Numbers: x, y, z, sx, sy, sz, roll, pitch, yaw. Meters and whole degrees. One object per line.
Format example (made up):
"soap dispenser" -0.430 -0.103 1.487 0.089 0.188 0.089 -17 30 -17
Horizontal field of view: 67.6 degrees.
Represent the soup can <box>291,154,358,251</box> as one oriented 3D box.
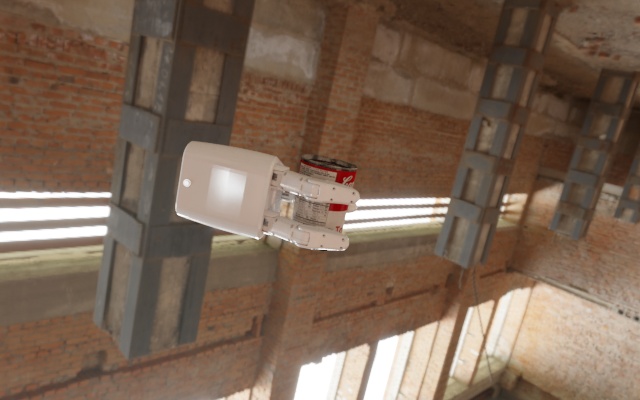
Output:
"soup can" 0.001 0.002 0.573 0.068 0.102 0.068 12 12 -3
